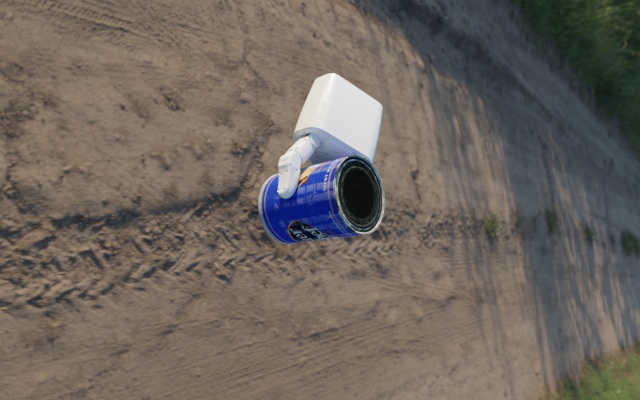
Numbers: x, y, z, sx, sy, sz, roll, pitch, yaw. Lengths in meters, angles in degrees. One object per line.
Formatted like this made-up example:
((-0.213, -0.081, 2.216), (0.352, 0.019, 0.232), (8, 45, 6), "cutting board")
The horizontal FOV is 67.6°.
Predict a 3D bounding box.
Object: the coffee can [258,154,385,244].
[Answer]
((0.000, 0.002, 0.643), (0.140, 0.103, 0.103), (-11, -7, 41), "coffee can")
